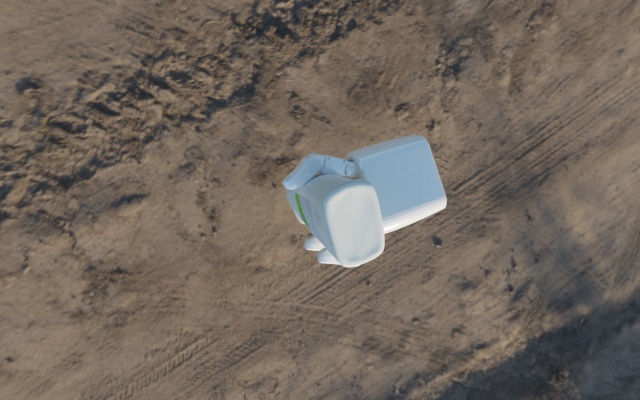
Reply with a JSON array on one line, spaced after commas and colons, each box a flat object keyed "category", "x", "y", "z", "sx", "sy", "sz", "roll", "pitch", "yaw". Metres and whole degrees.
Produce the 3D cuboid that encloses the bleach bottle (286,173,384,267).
[{"category": "bleach bottle", "x": 0.000, "y": 0.002, "z": 0.647, "sx": 0.068, "sy": 0.102, "sz": 0.250, "roll": -19, "pitch": 18, "yaw": -14}]
